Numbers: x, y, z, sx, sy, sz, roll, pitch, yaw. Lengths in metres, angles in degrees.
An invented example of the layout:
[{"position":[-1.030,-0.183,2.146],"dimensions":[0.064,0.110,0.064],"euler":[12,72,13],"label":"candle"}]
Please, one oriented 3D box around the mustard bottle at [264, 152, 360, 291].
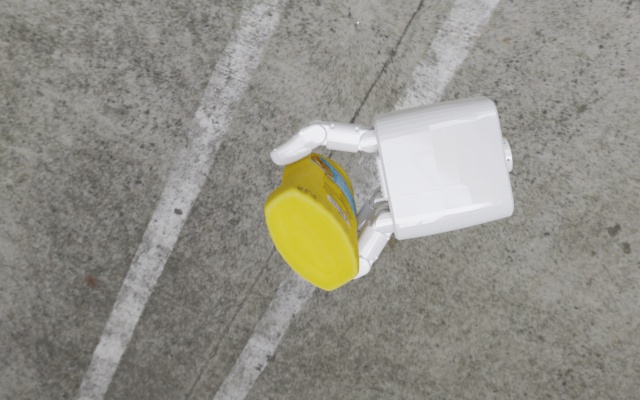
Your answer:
[{"position":[0.000,0.002,0.468],"dimensions":[0.058,0.096,0.191],"euler":[-34,14,15],"label":"mustard bottle"}]
